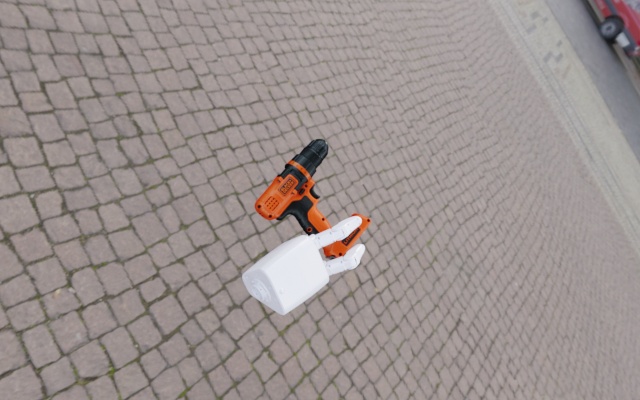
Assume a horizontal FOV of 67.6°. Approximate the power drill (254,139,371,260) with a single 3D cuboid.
[{"bbox_3d":[0.000,0.003,0.879,0.187,0.184,0.057,42,-14,-6],"label":"power drill"}]
